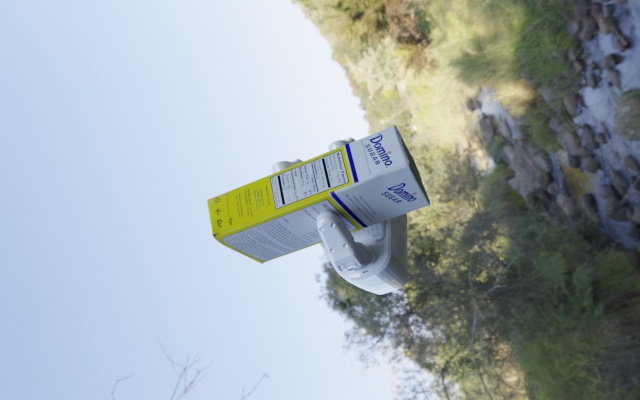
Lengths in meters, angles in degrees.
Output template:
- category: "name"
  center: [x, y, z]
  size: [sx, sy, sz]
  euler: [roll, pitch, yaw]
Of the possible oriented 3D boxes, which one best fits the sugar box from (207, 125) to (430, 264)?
- category: "sugar box"
  center: [0.000, 0.001, 0.423]
  size: [0.176, 0.048, 0.093]
  euler: [-22, -27, 14]
